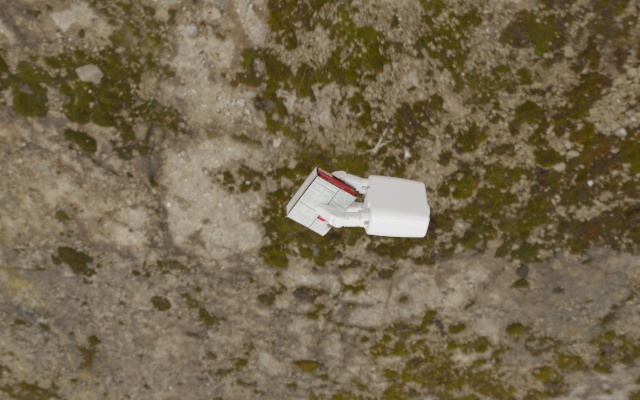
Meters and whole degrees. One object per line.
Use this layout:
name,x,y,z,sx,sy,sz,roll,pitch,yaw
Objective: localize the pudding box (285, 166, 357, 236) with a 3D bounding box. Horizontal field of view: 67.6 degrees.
pudding box,0.000,0.003,0.889,0.090,0.113,0.039,30,27,-18
